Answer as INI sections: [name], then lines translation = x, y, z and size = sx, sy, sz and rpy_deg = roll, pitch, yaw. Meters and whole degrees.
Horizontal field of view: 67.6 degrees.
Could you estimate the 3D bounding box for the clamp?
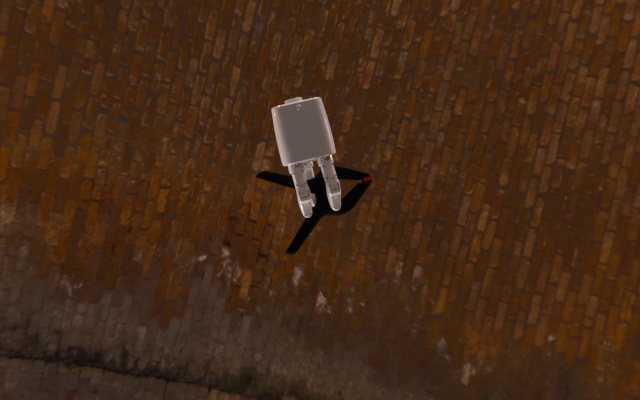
[clamp]
translation = 0.000, 0.002, 0.895
size = 0.210, 0.164, 0.036
rpy_deg = -14, 7, -8
